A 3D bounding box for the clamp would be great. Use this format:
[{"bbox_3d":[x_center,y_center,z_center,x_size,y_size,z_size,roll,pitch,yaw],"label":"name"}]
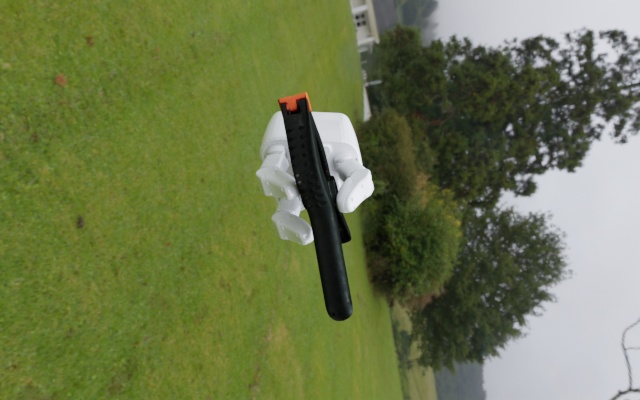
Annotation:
[{"bbox_3d":[0.001,0.001,0.474,0.036,0.210,0.164,-13,29,7],"label":"clamp"}]
